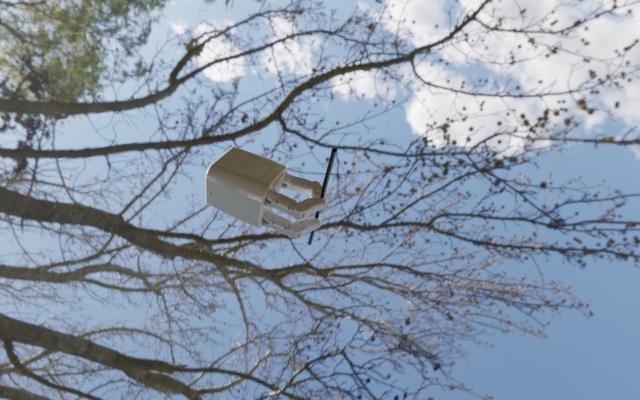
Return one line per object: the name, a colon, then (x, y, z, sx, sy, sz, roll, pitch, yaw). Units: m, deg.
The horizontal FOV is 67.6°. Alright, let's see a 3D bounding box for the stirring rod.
stirring rod: (0.000, 0.002, 0.790, 0.011, 0.011, 0.240, 0, -39, -13)
